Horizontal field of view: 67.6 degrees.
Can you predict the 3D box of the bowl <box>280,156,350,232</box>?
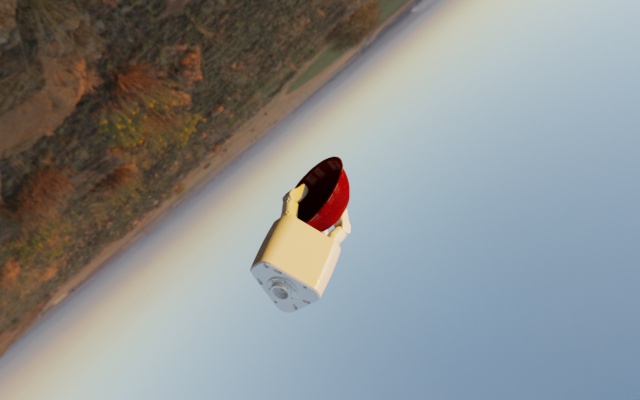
[{"bbox_3d":[0.001,0.002,0.838,0.055,0.162,0.162,37,-17,-23],"label":"bowl"}]
